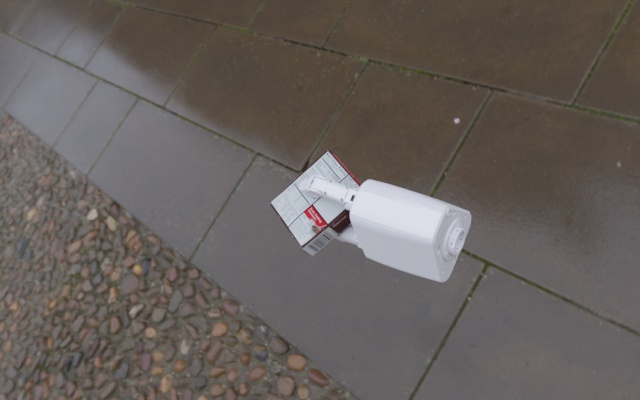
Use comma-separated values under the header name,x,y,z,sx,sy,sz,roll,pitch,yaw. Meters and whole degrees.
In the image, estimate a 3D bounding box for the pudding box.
name,x,y,z,sx,sy,sz,roll,pitch,yaw
pudding box,0.000,0.002,0.630,0.113,0.090,0.039,-41,-33,4
